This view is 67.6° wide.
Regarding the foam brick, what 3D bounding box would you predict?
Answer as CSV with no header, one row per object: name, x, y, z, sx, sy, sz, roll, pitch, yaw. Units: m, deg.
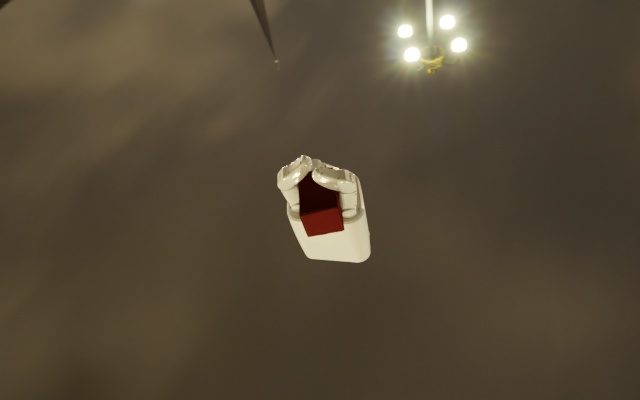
foam brick,0.000,0.002,0.645,0.053,0.078,0.051,-10,-43,6
